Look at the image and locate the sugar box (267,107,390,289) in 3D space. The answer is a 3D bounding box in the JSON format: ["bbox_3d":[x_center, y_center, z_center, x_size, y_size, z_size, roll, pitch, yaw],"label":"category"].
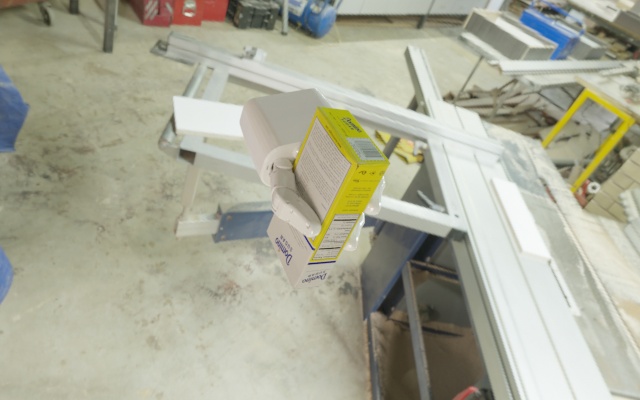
[{"bbox_3d":[0.001,0.001,0.504,0.048,0.176,0.093,-2,44,-30],"label":"sugar box"}]
